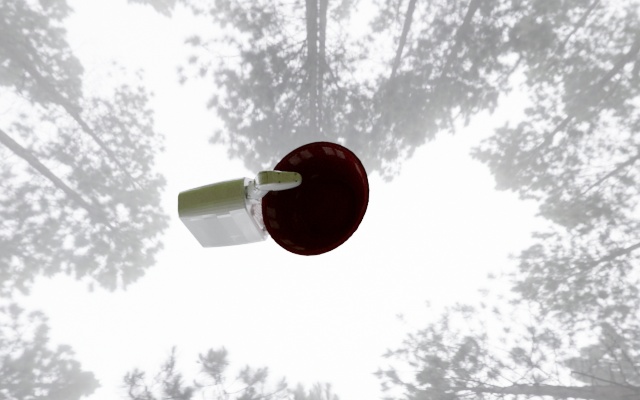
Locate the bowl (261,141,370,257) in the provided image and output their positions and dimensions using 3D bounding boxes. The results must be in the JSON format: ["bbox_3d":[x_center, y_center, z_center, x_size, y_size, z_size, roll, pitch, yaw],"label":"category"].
[{"bbox_3d":[0.001,0.002,0.664,0.162,0.162,0.055,0,-16,26],"label":"bowl"}]
